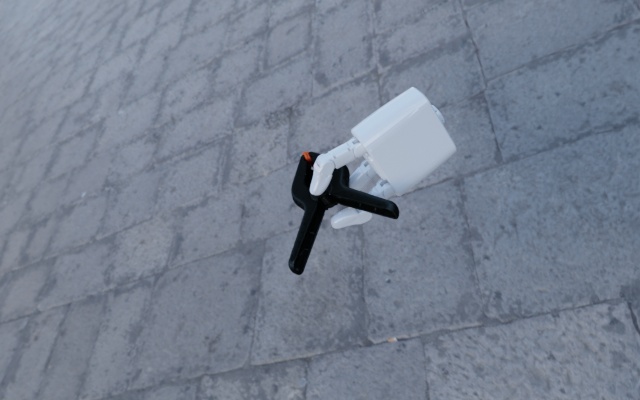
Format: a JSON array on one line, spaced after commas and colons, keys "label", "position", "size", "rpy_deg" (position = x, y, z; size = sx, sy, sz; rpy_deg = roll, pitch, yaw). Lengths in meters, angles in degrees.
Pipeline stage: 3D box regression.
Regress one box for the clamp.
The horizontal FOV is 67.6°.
[{"label": "clamp", "position": [0.000, 0.001, 0.691], "size": [0.164, 0.036, 0.209], "rpy_deg": [-35, 42, 3]}]
